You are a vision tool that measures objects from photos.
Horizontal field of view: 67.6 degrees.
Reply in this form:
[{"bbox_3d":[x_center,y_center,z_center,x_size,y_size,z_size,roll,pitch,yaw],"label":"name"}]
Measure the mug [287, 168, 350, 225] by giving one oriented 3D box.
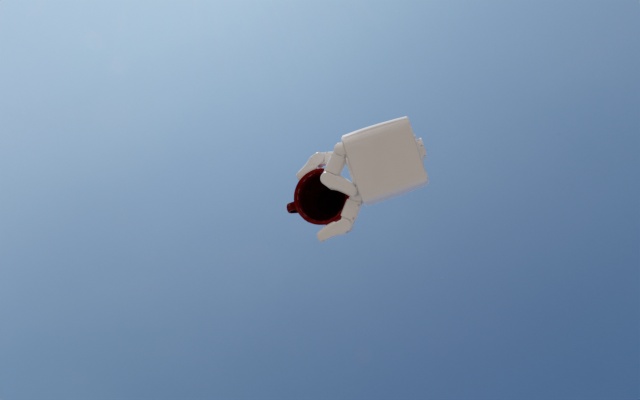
[{"bbox_3d":[-0.001,0.003,0.809,0.117,0.093,0.081,-17,-13,12],"label":"mug"}]
